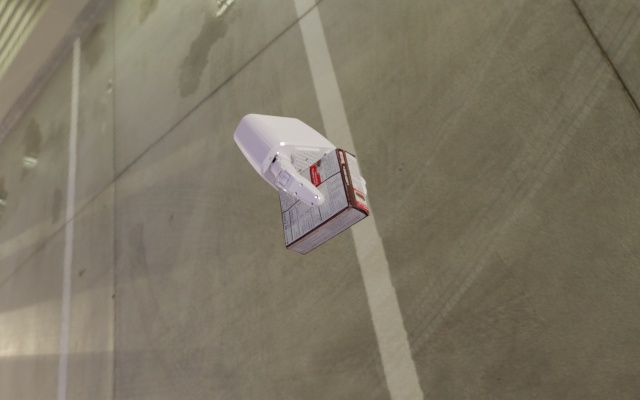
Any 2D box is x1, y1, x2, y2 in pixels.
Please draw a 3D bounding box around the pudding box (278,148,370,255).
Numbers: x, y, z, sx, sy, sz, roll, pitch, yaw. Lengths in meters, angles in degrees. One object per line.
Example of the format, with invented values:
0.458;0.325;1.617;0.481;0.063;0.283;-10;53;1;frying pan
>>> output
0.000;0.002;0.587;0.039;0.090;0.113;21;-44;-40;pudding box
